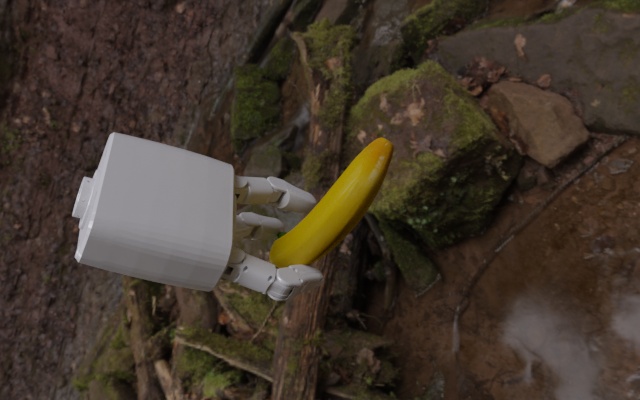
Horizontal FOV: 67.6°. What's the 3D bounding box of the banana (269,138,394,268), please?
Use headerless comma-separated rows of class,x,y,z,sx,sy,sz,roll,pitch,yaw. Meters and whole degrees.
banana,-0.002,0.019,0.433,0.037,0.069,0.198,19,-37,-26
